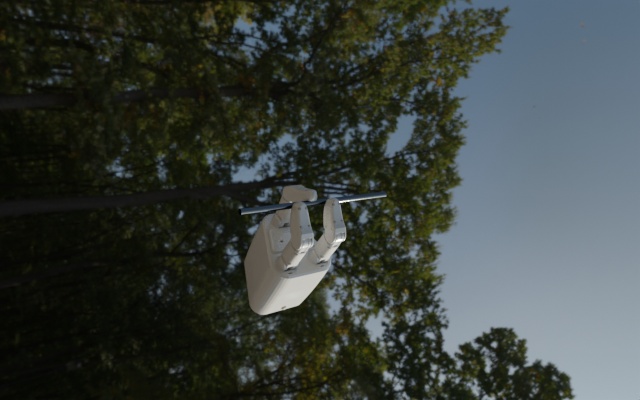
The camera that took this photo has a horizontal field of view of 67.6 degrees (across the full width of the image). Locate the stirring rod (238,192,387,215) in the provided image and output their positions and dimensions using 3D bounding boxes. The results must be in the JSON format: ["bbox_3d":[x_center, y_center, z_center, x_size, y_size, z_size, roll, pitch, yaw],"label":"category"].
[{"bbox_3d":[0.000,0.002,0.636,0.239,0.011,0.011,-7,4,-37],"label":"stirring rod"}]
